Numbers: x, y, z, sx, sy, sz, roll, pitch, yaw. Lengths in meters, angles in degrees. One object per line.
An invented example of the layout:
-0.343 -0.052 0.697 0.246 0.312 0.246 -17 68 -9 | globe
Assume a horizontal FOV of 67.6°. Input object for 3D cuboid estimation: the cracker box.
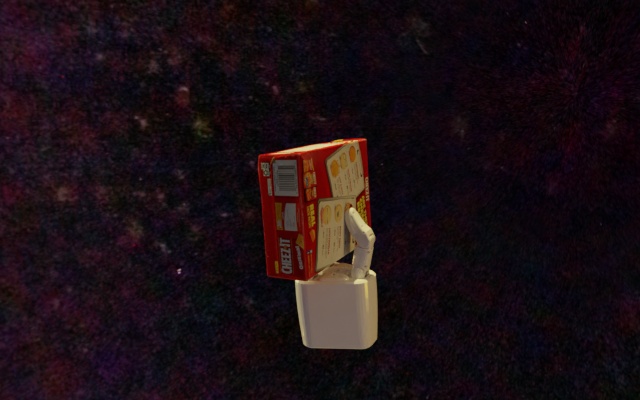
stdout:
0.000 0.002 0.687 0.072 0.164 0.213 2 12 28 | cracker box
